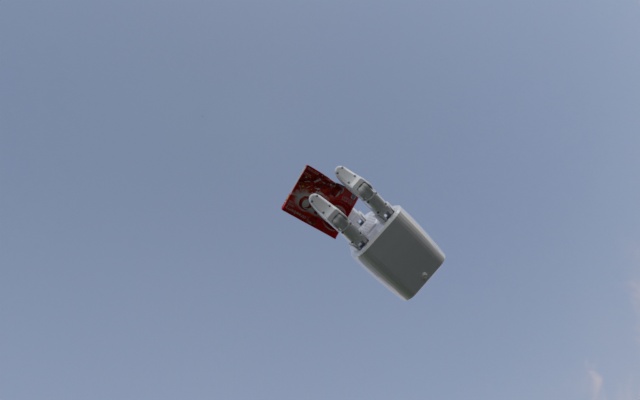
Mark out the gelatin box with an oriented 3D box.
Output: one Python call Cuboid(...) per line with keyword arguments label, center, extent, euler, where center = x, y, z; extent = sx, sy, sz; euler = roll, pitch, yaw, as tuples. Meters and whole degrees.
Cuboid(label="gelatin box", center=(0.000, 0.002, 0.678), extent=(0.089, 0.073, 0.030), euler=(30, -1, -7))
